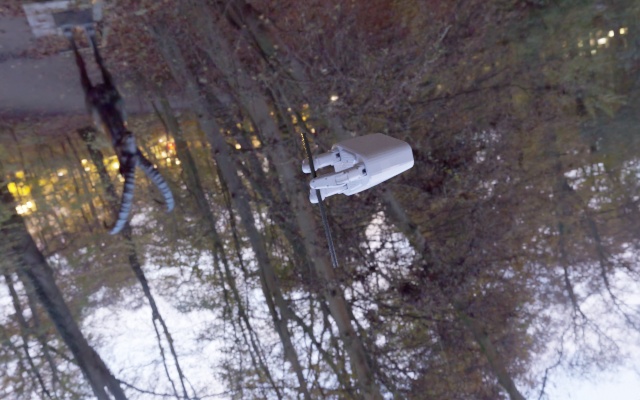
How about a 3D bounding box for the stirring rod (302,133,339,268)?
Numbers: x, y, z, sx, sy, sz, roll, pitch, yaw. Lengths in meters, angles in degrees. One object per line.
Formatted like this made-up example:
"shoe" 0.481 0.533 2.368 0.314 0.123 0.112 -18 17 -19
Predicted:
"stirring rod" 0.000 0.003 0.818 0.011 0.239 0.011 -13 12 3
